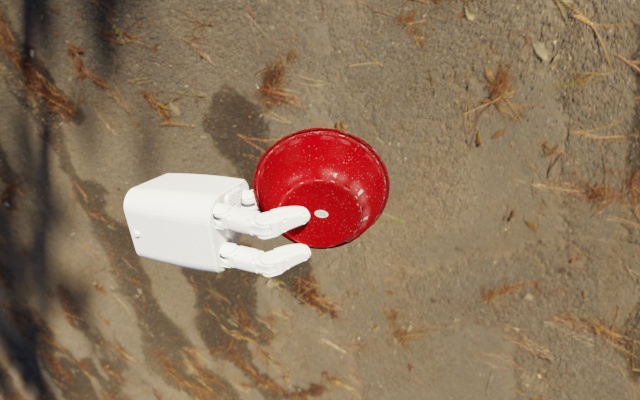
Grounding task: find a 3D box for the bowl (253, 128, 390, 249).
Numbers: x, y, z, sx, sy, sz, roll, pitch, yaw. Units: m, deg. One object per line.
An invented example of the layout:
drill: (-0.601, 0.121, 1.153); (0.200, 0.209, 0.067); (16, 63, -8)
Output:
bowl: (0.001, 0.002, 0.542); (0.162, 0.162, 0.055); (0, 34, 1)
